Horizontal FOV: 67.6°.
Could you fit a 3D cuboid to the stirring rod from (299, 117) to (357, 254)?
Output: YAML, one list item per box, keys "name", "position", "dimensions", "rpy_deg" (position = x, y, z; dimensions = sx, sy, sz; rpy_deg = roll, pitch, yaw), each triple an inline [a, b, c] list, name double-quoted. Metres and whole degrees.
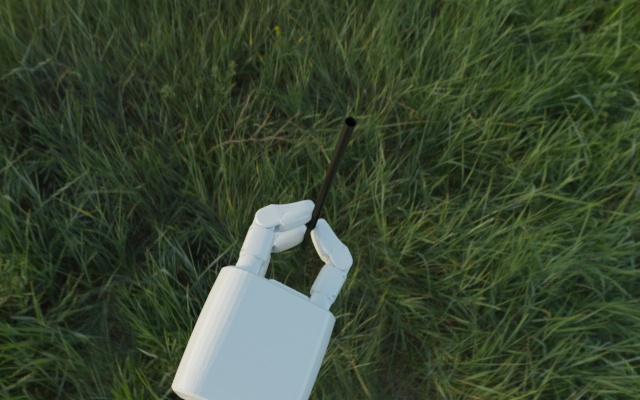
- name: "stirring rod"
  position: [0.000, 0.002, 0.425]
  dimensions: [0.011, 0.011, 0.240]
  rpy_deg: [0, -27, -11]
